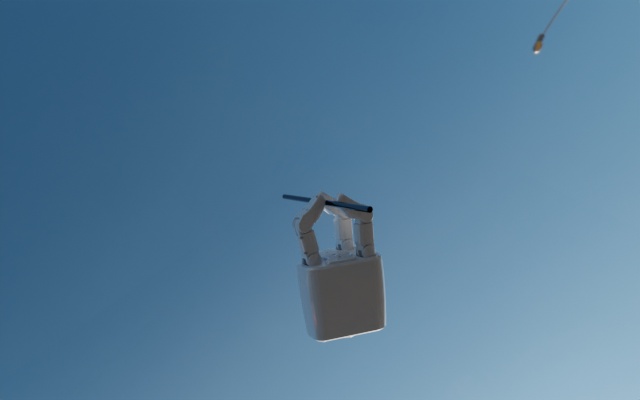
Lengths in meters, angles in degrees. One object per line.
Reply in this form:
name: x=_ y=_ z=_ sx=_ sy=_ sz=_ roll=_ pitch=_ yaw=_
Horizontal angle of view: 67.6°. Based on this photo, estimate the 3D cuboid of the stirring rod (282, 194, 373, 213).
stirring rod: x=0.000 y=0.002 z=0.661 sx=0.011 sy=0.011 sz=0.239 roll=0 pitch=4 yaw=-29
